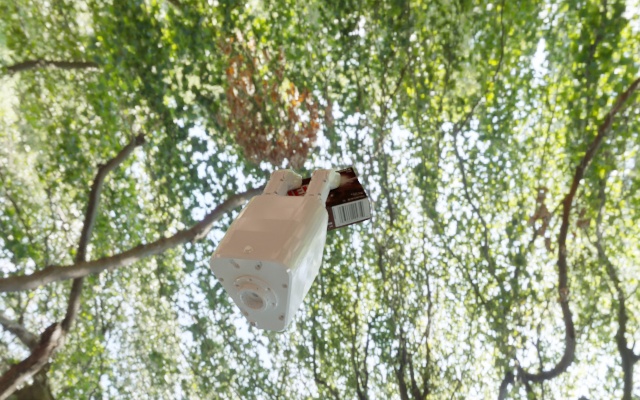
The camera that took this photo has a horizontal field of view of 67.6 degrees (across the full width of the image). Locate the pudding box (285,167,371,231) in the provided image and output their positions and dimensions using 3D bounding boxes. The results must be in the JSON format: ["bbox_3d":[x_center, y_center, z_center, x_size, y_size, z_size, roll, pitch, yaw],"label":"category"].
[{"bbox_3d":[0.000,0.002,0.617,0.113,0.039,0.090,-12,31,-4],"label":"pudding box"}]
